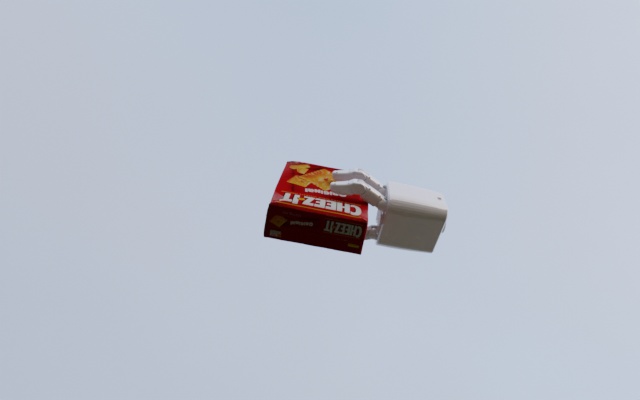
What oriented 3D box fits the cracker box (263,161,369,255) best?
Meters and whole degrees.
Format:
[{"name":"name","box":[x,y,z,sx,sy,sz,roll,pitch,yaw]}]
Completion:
[{"name":"cracker box","box":[0.000,0.003,0.856,0.164,0.072,0.213,10,24,0]}]
